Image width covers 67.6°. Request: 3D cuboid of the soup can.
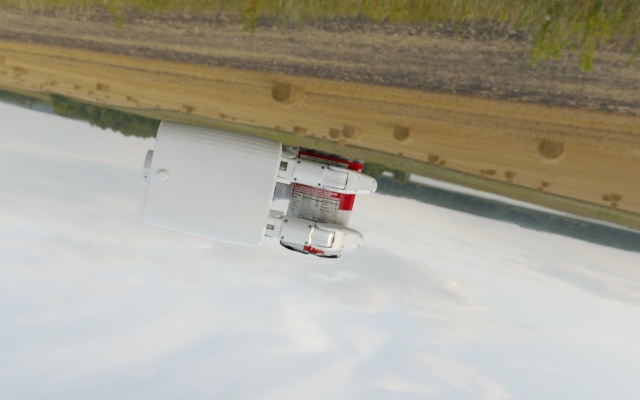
[{"bbox_3d":[0.000,0.002,0.490,0.068,0.102,0.068,13,5,-1],"label":"soup can"}]
